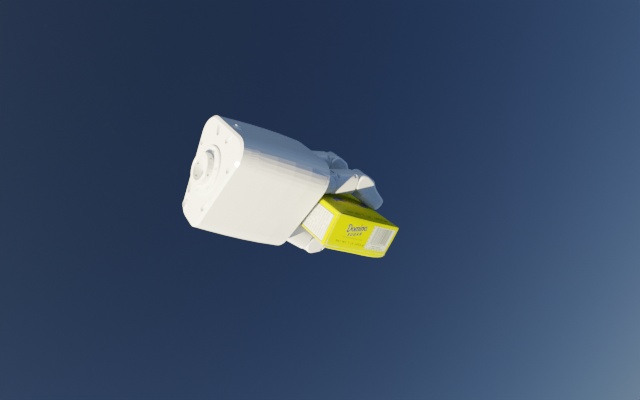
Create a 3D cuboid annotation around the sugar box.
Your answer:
[{"bbox_3d":[0.000,0.001,0.562,0.093,0.048,0.176,15,17,-40],"label":"sugar box"}]
